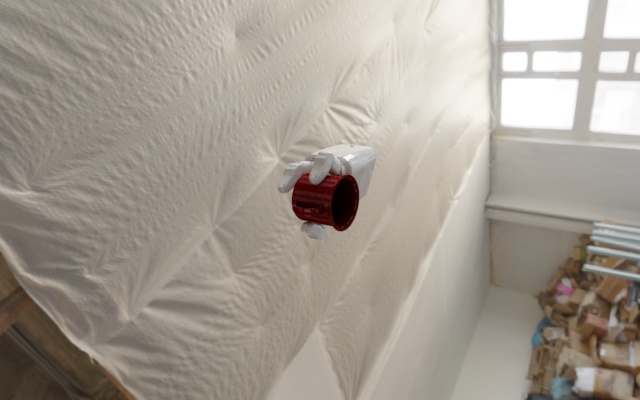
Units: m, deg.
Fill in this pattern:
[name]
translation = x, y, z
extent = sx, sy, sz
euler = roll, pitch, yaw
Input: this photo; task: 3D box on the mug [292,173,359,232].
[mug]
translation = -0.001, 0.003, 0.776
extent = 0.081, 0.093, 0.117
euler = 10, 24, 32
